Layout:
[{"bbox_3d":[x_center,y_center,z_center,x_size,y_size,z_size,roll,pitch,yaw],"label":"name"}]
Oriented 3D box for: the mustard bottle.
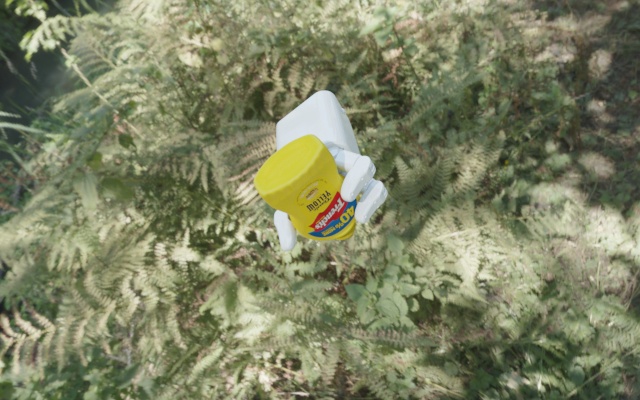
[{"bbox_3d":[0.000,0.002,0.623,0.058,0.096,0.192,50,1,39],"label":"mustard bottle"}]
